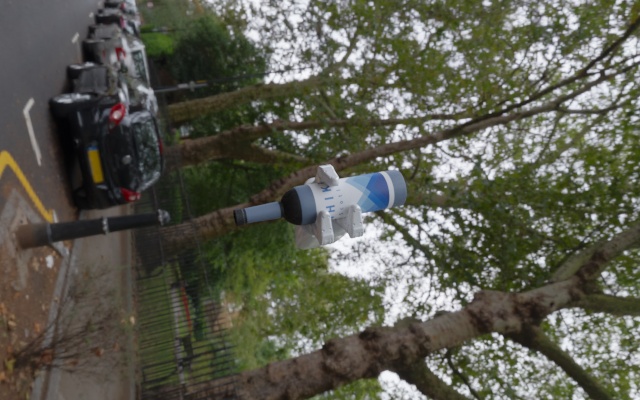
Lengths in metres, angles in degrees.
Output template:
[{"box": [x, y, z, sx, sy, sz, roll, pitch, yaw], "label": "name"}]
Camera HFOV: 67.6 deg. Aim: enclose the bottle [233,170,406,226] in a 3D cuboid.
[{"box": [0.000, 0.003, 0.814, 0.295, 0.069, 0.069, -10, 3, -17], "label": "bottle"}]
